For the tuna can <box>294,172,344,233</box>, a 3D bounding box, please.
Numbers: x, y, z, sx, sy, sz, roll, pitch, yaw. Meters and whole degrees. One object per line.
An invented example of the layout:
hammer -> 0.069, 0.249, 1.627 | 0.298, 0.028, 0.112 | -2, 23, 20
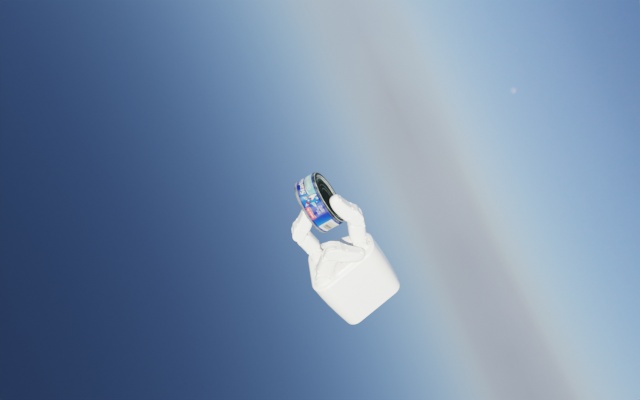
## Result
tuna can -> 0.001, 0.002, 0.695 | 0.034, 0.086, 0.086 | -30, -9, 16
